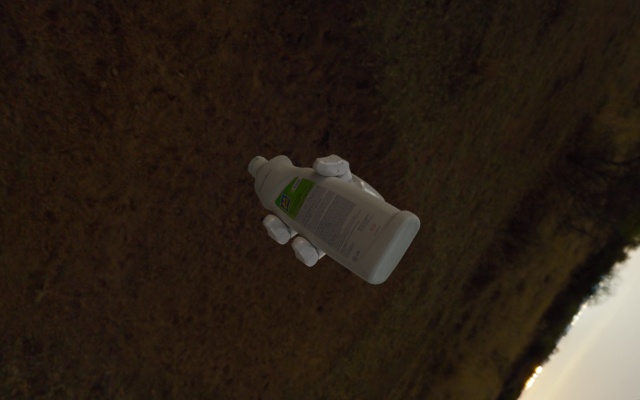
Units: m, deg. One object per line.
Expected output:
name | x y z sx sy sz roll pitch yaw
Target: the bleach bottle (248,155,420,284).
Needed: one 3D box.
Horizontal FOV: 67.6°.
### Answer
bleach bottle | 0.000 0.002 0.634 0.250 0.102 0.068 34 5 29
